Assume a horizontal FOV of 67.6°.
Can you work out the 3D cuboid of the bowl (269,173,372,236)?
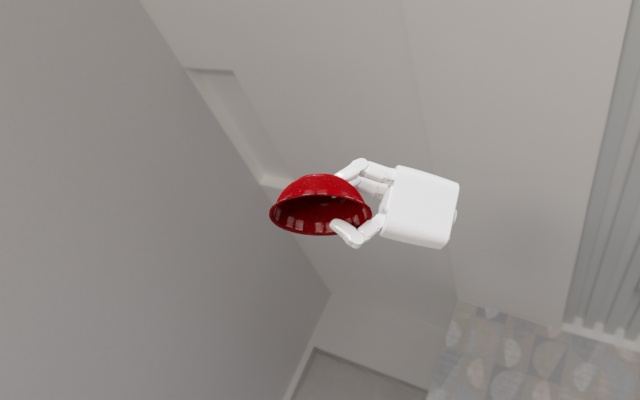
[{"bbox_3d":[-0.001,0.002,0.755,0.162,0.055,0.162,0,-25,0],"label":"bowl"}]
